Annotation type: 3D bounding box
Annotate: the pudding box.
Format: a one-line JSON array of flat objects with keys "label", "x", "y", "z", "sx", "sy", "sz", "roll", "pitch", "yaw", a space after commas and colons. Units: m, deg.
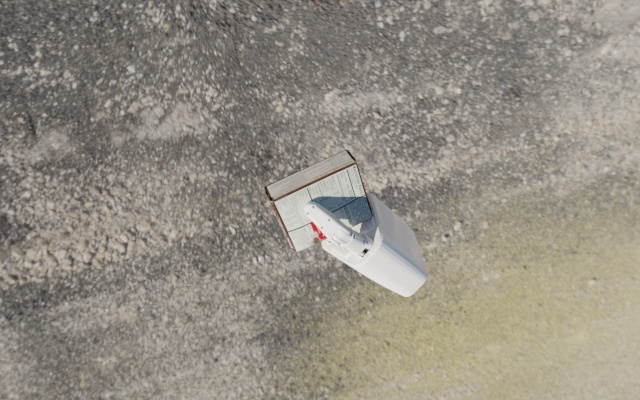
[{"label": "pudding box", "x": 0.000, "y": 0.002, "z": 0.580, "sx": 0.113, "sy": 0.090, "sz": 0.039, "roll": -26, "pitch": 36, "yaw": -7}]
